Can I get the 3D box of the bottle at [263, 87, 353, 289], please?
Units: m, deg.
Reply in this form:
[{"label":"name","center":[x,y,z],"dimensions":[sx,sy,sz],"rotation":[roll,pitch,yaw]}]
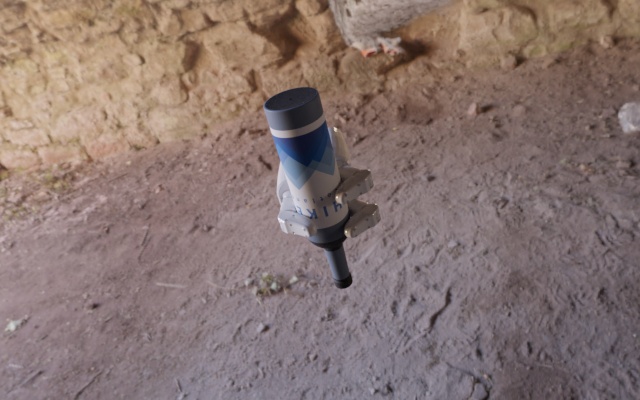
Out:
[{"label":"bottle","center":[0.000,0.002,0.629],"dimensions":[0.069,0.296,0.069],"rotation":[-11,32,7]}]
